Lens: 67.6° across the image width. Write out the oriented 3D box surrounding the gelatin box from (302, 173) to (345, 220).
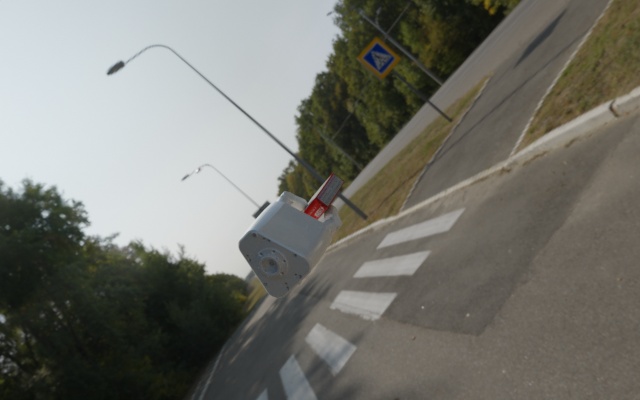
[{"bbox_3d":[0.000,0.002,0.841,0.073,0.030,0.089,-49,5,40],"label":"gelatin box"}]
